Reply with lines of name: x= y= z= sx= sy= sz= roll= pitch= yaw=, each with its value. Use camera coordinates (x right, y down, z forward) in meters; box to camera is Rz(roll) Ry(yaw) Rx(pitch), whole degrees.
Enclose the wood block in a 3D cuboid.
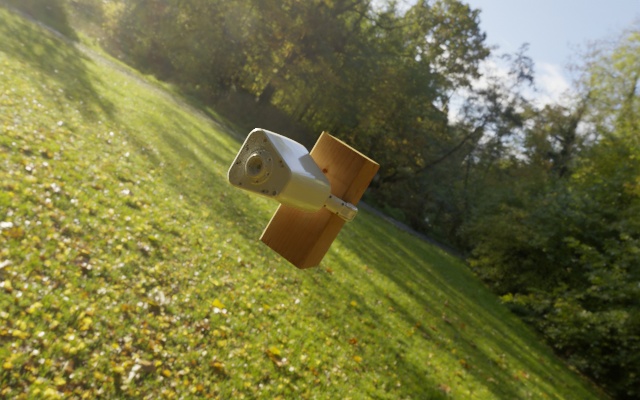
wood block: x=0.000 y=0.003 z=0.797 sx=0.091 sy=0.206 sz=0.090 roll=34 pitch=9 yaw=19
